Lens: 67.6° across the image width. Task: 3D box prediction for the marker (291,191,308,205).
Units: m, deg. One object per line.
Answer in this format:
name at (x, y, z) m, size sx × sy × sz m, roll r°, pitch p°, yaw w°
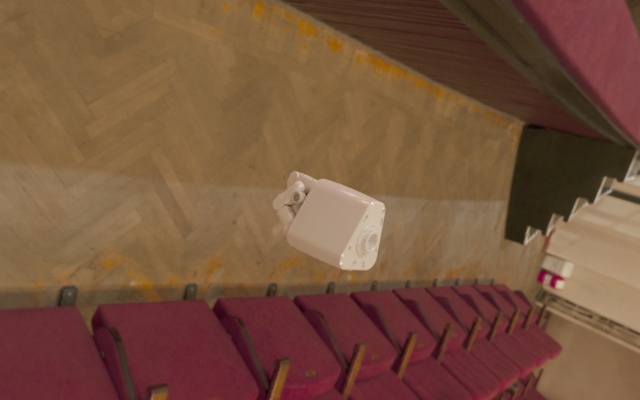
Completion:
marker at (0.000, 0.002, 0.754) m, size 0.020 × 0.020 × 0.121 m, roll 0°, pitch -7°, yaw 38°
